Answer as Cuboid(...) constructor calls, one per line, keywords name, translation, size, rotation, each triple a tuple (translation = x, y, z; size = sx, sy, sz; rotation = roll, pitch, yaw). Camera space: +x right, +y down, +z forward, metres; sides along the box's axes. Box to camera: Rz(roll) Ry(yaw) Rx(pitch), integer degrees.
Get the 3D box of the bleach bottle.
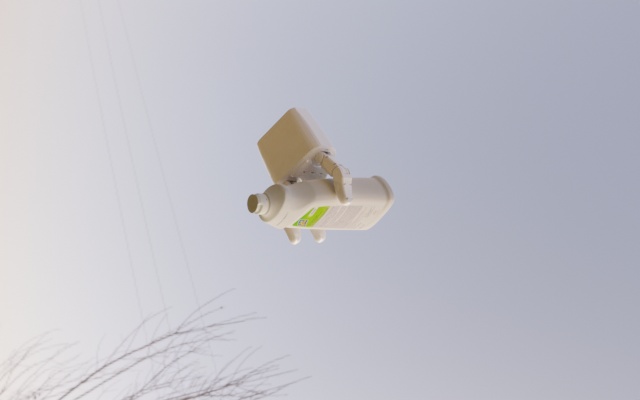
Cuboid(name="bleach bottle", translation=(0.000, 0.003, 0.765), size=(0.251, 0.068, 0.103), rotation=(2, -44, -41))
